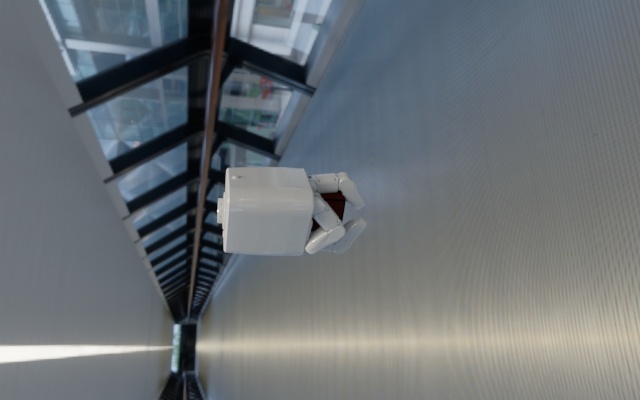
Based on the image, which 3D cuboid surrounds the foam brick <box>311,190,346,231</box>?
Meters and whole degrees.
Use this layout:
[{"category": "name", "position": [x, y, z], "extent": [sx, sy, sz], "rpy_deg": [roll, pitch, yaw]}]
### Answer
[{"category": "foam brick", "position": [0.000, 0.002, 0.686], "extent": [0.051, 0.053, 0.078], "rpy_deg": [1, 28, -13]}]
